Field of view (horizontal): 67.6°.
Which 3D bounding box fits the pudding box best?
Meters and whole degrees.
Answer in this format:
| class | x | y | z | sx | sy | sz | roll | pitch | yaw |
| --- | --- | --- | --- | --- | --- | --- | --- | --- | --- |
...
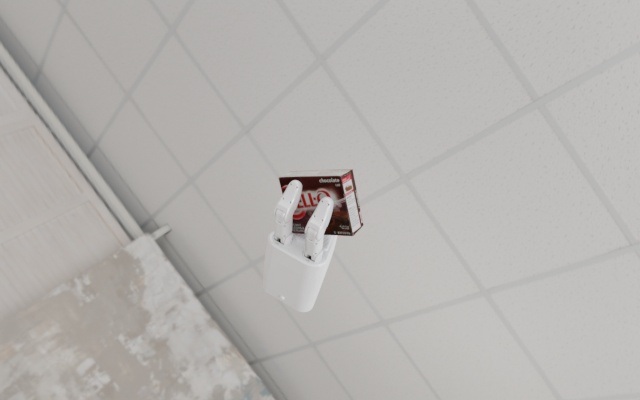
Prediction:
| class | x | y | z | sx | sy | sz | roll | pitch | yaw |
| --- | --- | --- | --- | --- | --- | --- | --- | --- | --- |
| pudding box | 0.000 | 0.002 | 0.690 | 0.113 | 0.090 | 0.039 | -1 | 22 | 34 |
